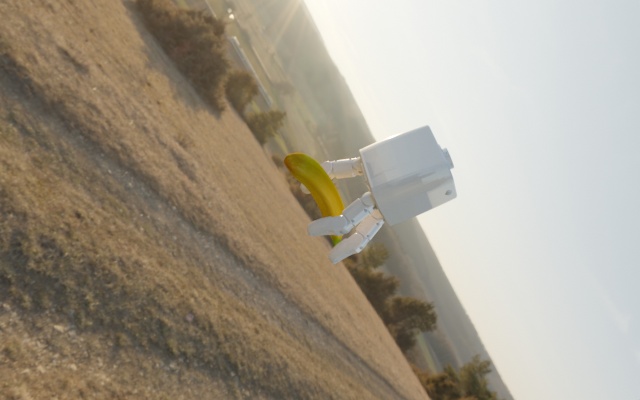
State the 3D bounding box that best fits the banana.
[{"bbox_3d":[0.001,-0.008,0.673,0.037,0.069,0.198,-17,-48,14],"label":"banana"}]
